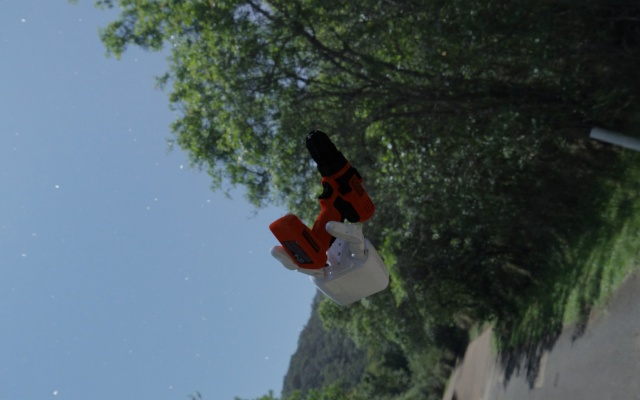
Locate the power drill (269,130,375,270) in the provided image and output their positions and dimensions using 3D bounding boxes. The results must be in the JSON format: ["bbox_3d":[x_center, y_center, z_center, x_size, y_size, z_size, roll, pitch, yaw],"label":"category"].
[{"bbox_3d":[0.000,0.003,0.771,0.057,0.184,0.187,-11,32,48],"label":"power drill"}]
